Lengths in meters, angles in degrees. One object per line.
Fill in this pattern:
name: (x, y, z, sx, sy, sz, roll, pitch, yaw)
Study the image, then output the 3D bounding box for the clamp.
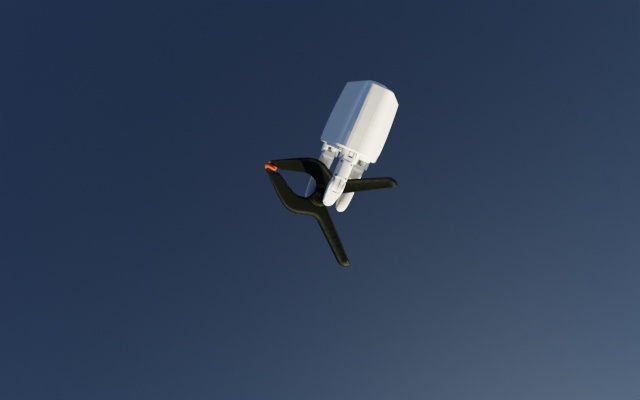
clamp: (0.000, 0.002, 0.775, 0.210, 0.164, 0.036, 23, 2, -4)
